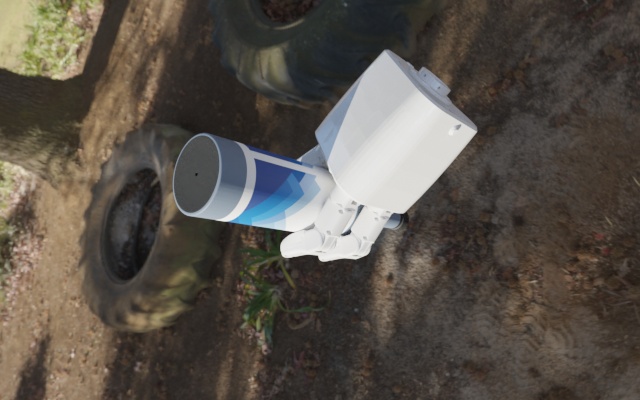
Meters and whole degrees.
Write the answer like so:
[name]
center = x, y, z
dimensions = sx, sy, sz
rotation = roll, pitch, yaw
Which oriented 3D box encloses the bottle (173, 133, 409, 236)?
[bottle]
center = 0.000, 0.002, 0.481
dimensions = 0.069, 0.069, 0.296
rotation = 0, -9, 42
